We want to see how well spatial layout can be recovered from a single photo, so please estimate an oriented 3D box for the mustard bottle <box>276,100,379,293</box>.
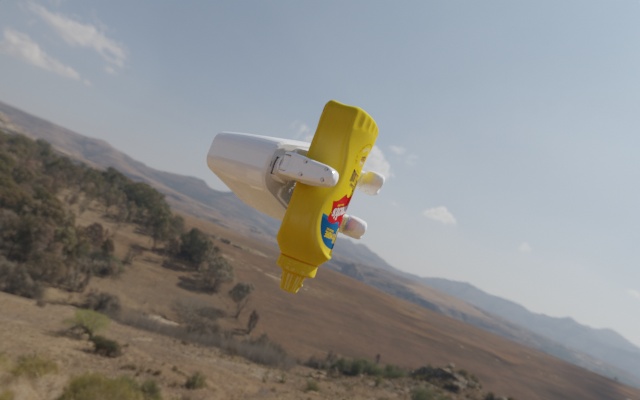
[{"bbox_3d":[0.000,0.001,0.489,0.058,0.191,0.096,20,-5,15],"label":"mustard bottle"}]
